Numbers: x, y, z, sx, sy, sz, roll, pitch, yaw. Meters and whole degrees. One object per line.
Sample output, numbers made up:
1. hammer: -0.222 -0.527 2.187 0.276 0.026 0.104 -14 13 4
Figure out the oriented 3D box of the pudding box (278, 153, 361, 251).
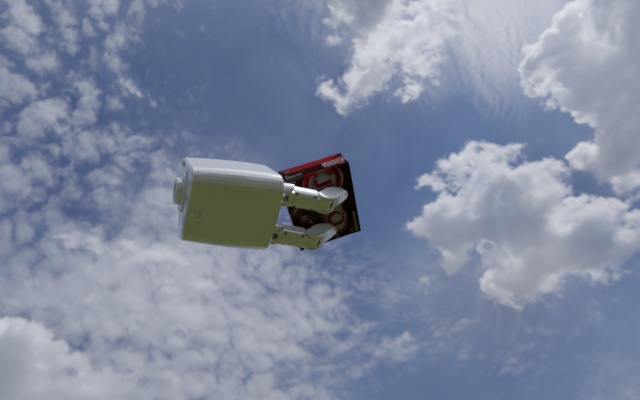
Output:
1. pudding box: 0.000 0.002 0.638 0.090 0.114 0.039 -17 34 -7
